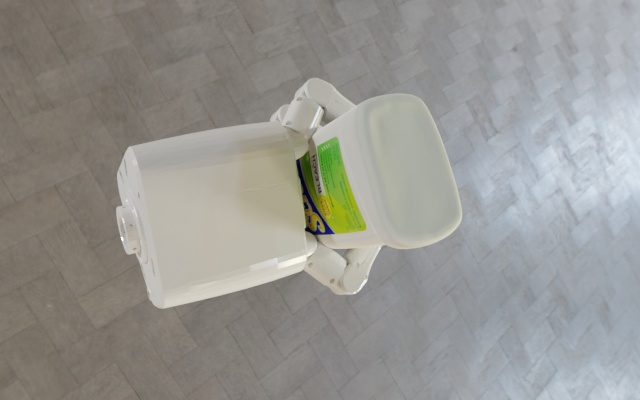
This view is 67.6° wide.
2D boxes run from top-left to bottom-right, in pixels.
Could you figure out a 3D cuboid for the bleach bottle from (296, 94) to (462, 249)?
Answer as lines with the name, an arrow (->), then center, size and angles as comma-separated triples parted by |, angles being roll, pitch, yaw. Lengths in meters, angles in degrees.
bleach bottle -> 0.000, 0.001, 0.404 | 0.068, 0.102, 0.251 | -14, -4, -29
